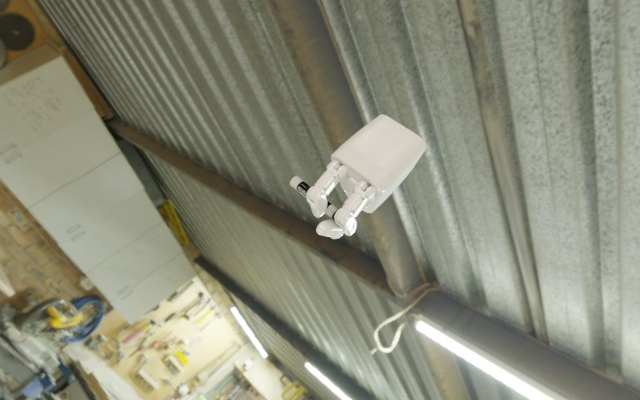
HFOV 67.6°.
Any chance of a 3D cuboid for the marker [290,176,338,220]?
[{"bbox_3d":[0.000,0.002,0.739,0.121,0.020,0.020,39,19,25],"label":"marker"}]
